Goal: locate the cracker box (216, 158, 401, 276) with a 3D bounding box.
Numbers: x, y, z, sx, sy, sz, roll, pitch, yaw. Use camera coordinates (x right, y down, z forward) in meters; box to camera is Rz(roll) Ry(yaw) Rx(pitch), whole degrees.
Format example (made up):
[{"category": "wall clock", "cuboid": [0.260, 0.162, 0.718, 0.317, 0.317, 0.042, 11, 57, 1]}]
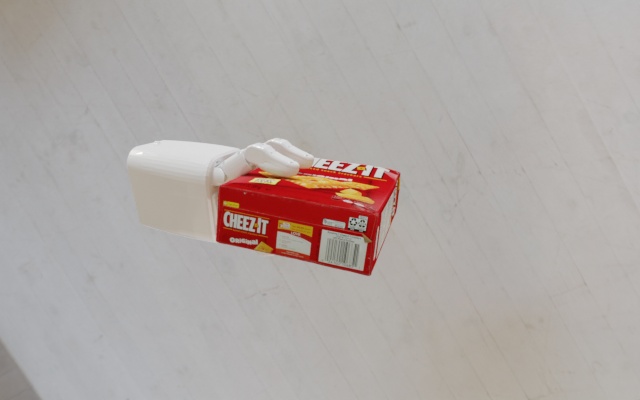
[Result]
[{"category": "cracker box", "cuboid": [0.000, 0.002, 0.558, 0.164, 0.072, 0.213, 11, 17, 12]}]
